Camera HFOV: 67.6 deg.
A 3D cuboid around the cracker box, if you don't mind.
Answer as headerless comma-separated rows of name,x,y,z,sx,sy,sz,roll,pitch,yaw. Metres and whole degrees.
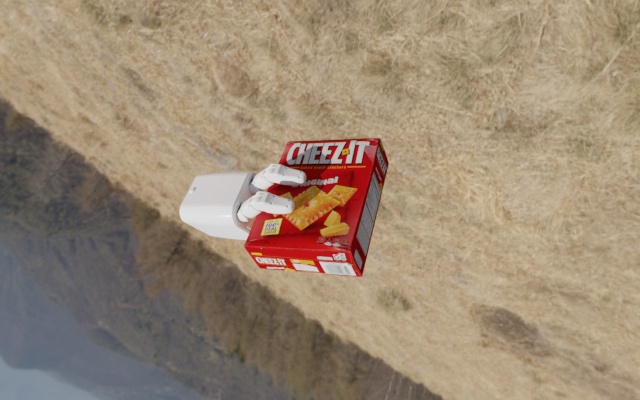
cracker box,0.000,0.003,0.721,0.164,0.213,0.072,1,-38,23
